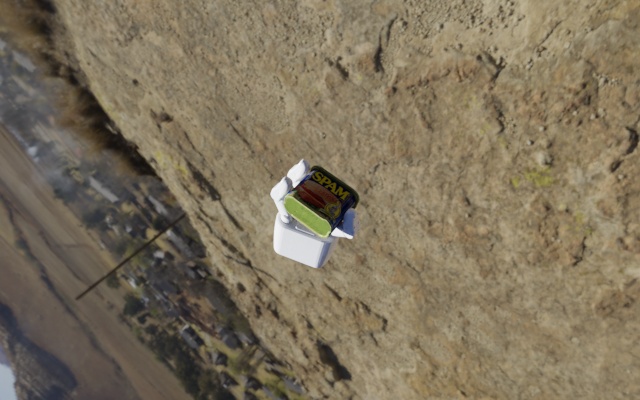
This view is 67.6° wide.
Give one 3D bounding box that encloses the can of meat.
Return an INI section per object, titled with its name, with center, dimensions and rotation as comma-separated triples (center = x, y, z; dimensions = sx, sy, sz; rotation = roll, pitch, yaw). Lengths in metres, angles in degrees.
[can of meat]
center = 0.000, 0.003, 0.806
dimensions = 0.102, 0.084, 0.057
rotation = 35, -34, 11
